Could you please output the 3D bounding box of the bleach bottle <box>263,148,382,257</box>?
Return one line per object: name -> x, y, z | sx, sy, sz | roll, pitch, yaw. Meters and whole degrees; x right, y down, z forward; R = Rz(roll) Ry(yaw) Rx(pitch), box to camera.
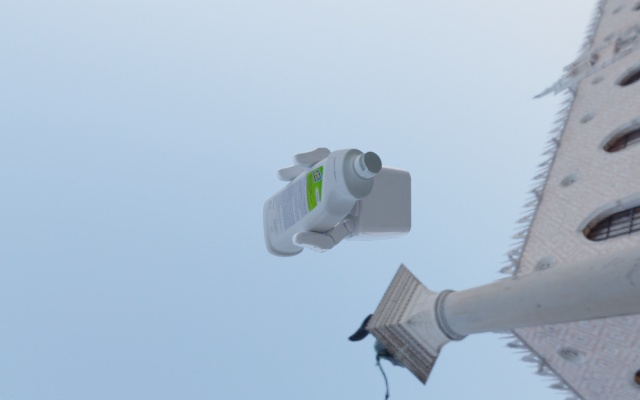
bleach bottle -> 0.000, 0.002, 0.675 | 0.068, 0.102, 0.251 | 3, -21, -32
